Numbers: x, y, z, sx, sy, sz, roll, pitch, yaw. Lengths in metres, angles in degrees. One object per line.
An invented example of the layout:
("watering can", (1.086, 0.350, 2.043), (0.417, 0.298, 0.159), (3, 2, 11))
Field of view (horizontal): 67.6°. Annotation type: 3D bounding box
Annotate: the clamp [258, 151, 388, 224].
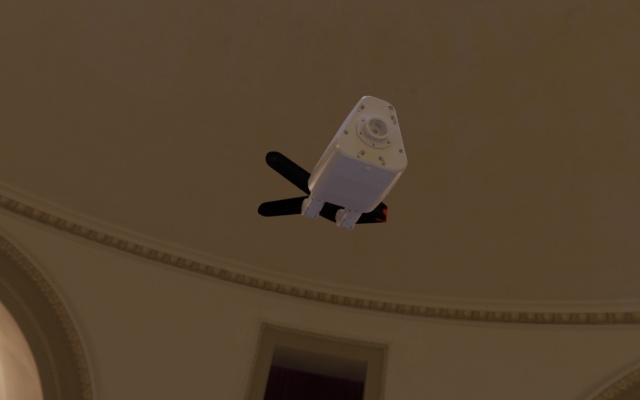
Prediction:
("clamp", (0.001, 0.002, 0.751), (0.210, 0.036, 0.165), (17, -32, -10))
